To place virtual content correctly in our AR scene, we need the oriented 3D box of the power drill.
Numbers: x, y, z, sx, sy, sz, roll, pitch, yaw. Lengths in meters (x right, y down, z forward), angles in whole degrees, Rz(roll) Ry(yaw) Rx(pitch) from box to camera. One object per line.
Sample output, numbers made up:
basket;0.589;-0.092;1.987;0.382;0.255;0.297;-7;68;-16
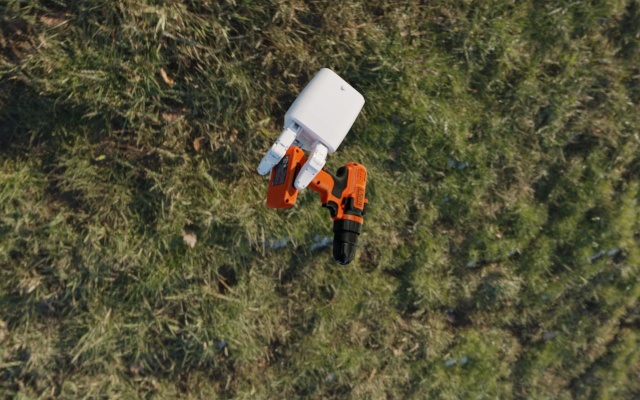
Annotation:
power drill;0.000;0.002;0.803;0.188;0.184;0.057;23;-24;-39
